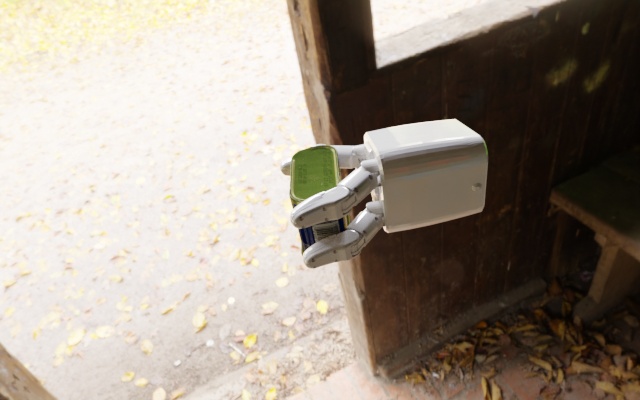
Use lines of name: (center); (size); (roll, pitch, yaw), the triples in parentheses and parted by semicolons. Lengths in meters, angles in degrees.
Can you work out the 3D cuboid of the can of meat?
can of meat: (0.000, 0.001, 0.513); (0.057, 0.084, 0.102); (-8, 39, 4)
